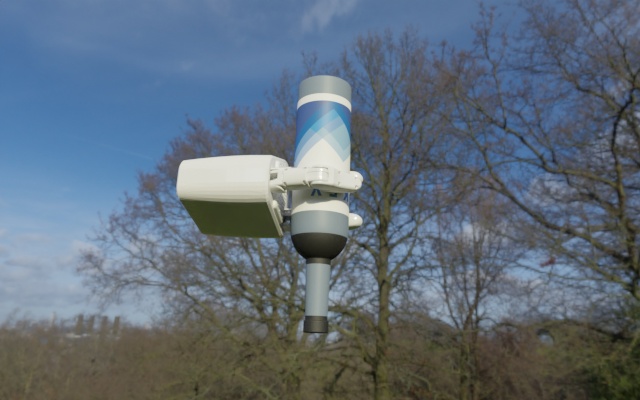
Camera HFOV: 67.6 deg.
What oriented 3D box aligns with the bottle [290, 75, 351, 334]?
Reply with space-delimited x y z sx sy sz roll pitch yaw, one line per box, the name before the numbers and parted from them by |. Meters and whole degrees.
bottle | 0.000 0.002 0.556 0.069 0.295 0.069 2 -16 1
